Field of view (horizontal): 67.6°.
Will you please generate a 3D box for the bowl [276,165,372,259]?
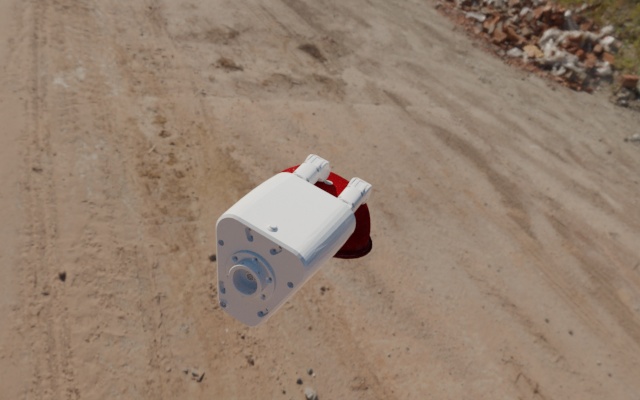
[{"bbox_3d":[0.000,0.001,0.579,0.162,0.055,0.162,21,20,-8],"label":"bowl"}]
